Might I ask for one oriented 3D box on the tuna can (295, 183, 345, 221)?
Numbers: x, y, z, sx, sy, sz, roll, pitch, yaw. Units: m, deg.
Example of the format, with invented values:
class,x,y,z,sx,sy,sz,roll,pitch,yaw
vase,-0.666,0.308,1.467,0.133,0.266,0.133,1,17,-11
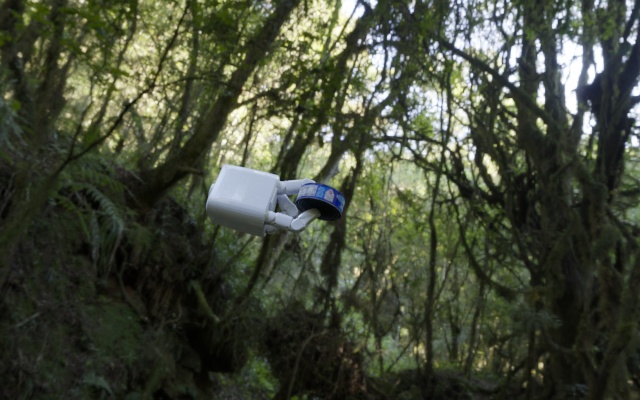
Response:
class,x,y,z,sx,sy,sz,roll,pitch,yaw
tuna can,0.000,0.002,0.857,0.086,0.033,0.086,15,-24,7
